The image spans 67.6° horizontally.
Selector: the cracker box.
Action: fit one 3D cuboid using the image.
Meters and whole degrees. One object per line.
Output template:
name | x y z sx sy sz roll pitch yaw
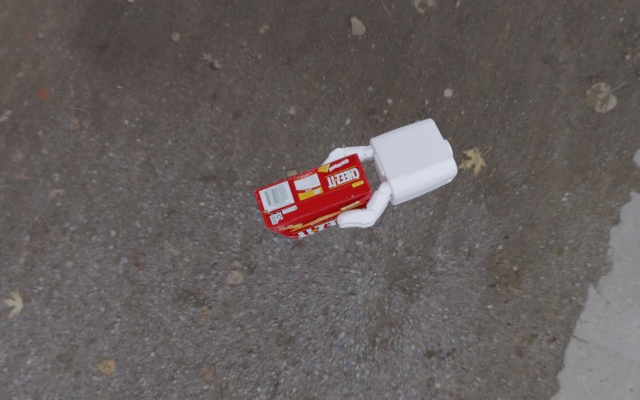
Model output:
cracker box | 0.000 0.002 0.789 0.164 0.072 0.214 -20 -10 3
